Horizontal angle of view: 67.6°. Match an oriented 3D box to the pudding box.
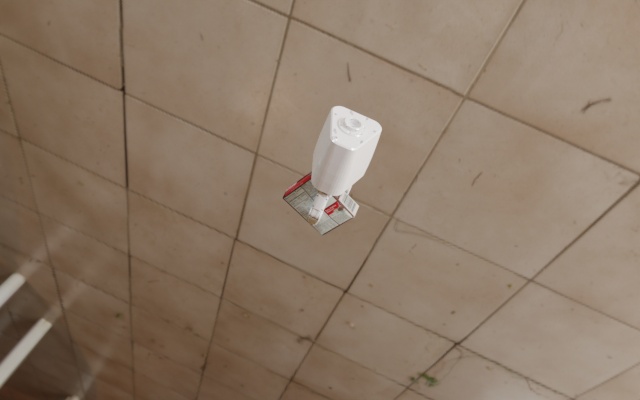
[{"bbox_3d":[0.000,0.003,0.884,0.090,0.113,0.039,-32,20,37],"label":"pudding box"}]
